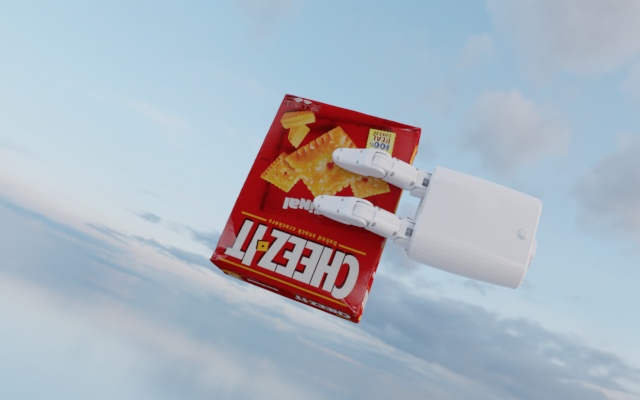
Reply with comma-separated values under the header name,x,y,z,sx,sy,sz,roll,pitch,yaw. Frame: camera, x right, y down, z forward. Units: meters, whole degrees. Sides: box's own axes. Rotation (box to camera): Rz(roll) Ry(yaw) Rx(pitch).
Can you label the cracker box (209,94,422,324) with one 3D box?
name,x,y,z,sx,sy,sz,roll,pitch,yaw
cracker box,0.000,0.002,0.524,0.164,0.213,0.072,18,-18,12
